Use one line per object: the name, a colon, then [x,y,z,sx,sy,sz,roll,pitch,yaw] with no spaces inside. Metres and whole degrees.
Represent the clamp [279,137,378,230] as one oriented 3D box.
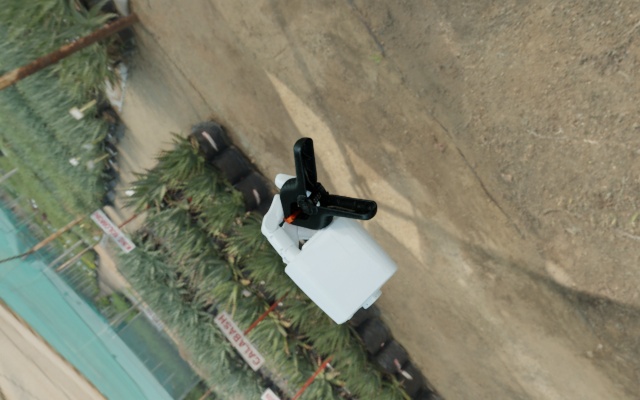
clamp: [0.000,0.002,0.593,0.039,0.120,0.171,-41,-7,-25]
